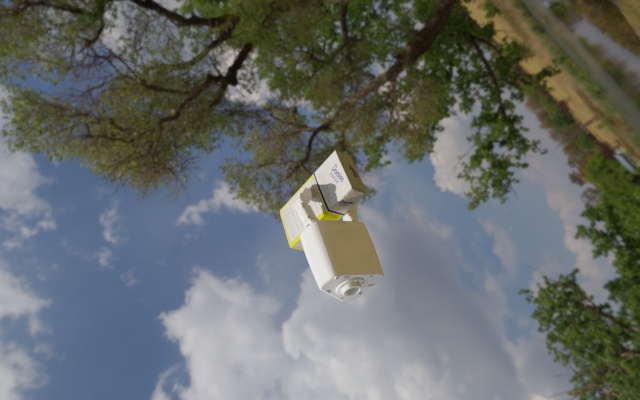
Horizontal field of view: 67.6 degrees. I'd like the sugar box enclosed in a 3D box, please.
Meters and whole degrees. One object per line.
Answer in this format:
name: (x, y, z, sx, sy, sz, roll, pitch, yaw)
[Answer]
sugar box: (0.001, 0.003, 0.866, 0.048, 0.093, 0.176, 18, -51, -41)
